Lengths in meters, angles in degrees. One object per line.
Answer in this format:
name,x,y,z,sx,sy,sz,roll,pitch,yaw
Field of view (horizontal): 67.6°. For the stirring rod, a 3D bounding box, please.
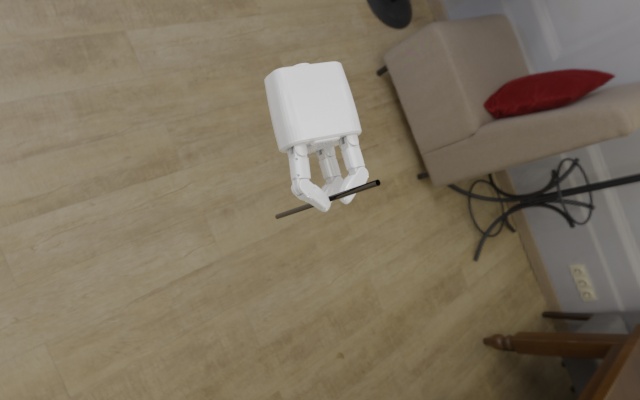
stirring rod,0.000,0.002,0.672,0.011,0.011,0.239,0,-11,-36
